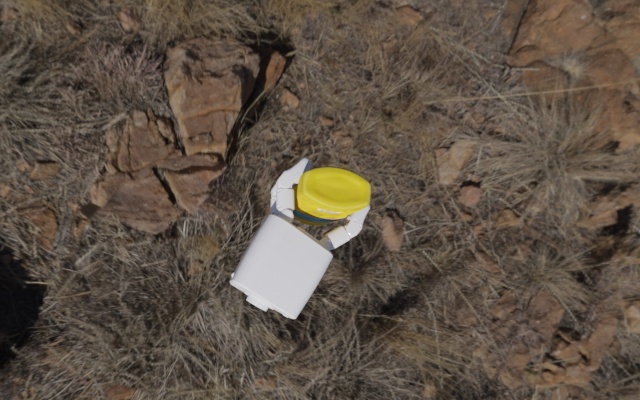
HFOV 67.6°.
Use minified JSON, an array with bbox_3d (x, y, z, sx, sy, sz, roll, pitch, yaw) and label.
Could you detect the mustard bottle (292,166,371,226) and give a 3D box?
[{"bbox_3d":[0.000,0.002,0.711,0.096,0.058,0.192,8,-13,-13],"label":"mustard bottle"}]
